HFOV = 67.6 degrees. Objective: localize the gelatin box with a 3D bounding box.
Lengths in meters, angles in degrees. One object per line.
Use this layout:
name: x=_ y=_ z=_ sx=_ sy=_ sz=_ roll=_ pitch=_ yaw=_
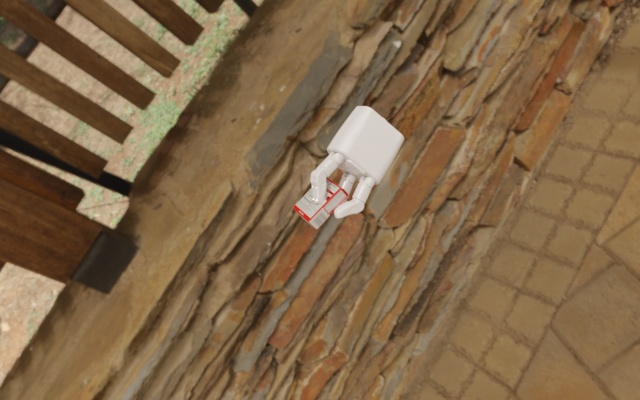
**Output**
gelatin box: x=0.000 y=0.003 z=0.893 sx=0.030 sy=0.089 sz=0.073 roll=47 pitch=-5 yaw=-35
